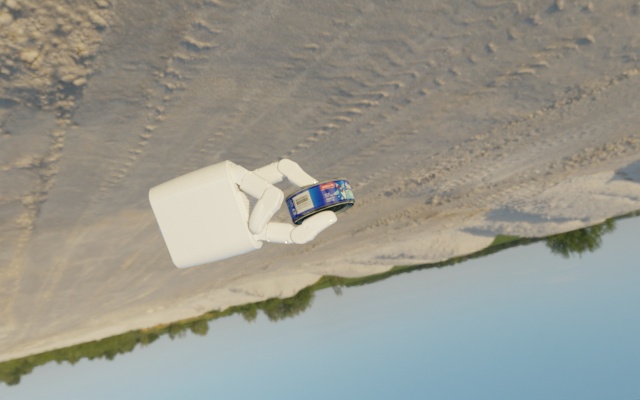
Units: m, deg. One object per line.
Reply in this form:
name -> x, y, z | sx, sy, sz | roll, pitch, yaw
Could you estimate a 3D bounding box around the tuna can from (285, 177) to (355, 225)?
tuna can -> 0.000, 0.003, 0.612 | 0.086, 0.033, 0.086 | -18, -11, -4
